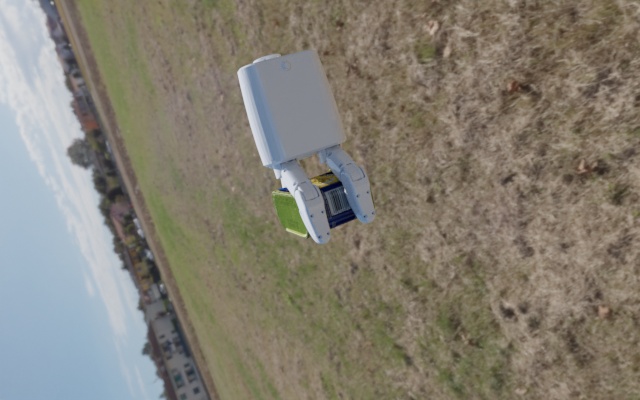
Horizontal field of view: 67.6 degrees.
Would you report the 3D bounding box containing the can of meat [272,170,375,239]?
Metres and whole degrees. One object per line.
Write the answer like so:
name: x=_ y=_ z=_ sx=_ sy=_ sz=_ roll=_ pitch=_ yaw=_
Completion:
can of meat: x=0.000 y=0.002 z=0.552 sx=0.084 sy=0.057 sz=0.102 roll=-20 pitch=11 yaw=-21
